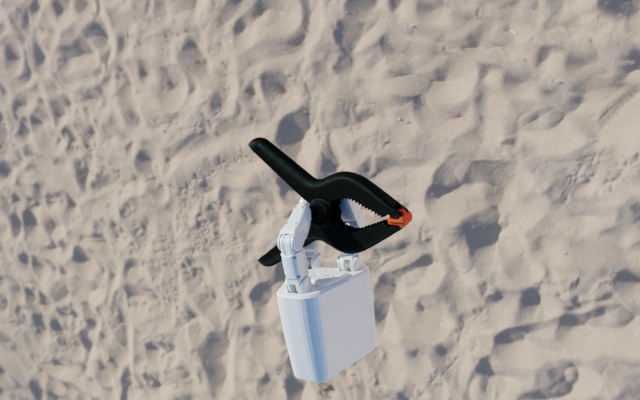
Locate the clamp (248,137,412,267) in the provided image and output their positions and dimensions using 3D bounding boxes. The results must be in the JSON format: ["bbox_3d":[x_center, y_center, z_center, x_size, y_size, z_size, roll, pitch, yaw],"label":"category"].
[{"bbox_3d":[0.000,0.002,0.551,0.210,0.164,0.036,-2,14,32],"label":"clamp"}]
